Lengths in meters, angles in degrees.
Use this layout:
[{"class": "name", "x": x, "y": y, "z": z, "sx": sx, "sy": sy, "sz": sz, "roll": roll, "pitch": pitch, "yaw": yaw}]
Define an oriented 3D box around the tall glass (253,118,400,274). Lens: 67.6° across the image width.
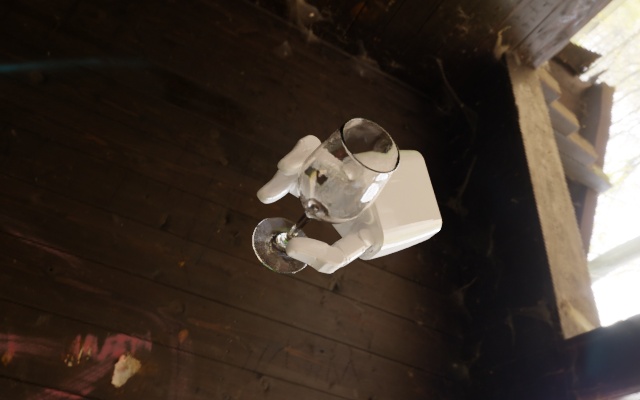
[{"class": "tall glass", "x": 0.000, "y": 0.002, "z": 0.495, "sx": 0.079, "sy": 0.079, "sz": 0.201, "roll": 0, "pitch": -31, "yaw": -32}]
